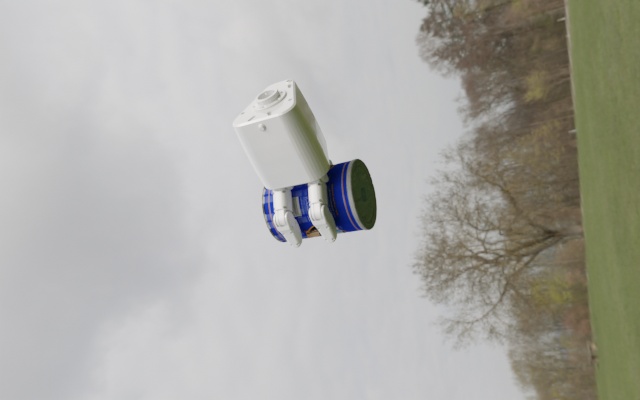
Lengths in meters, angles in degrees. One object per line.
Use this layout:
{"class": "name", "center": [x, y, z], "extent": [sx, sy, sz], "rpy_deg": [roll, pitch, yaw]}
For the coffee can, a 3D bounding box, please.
{"class": "coffee can", "center": [0.000, 0.002, 0.704], "extent": [0.140, 0.103, 0.103], "rpy_deg": [-10, -4, 24]}
